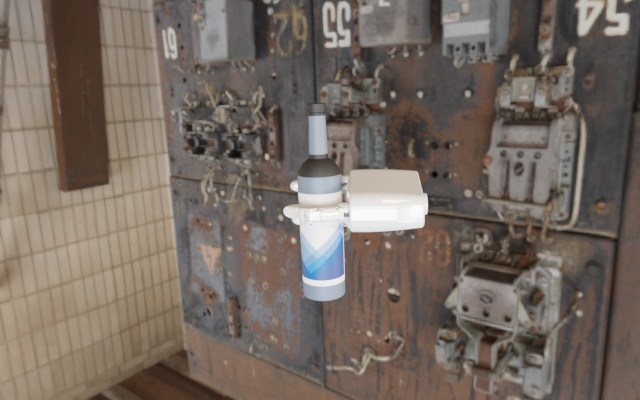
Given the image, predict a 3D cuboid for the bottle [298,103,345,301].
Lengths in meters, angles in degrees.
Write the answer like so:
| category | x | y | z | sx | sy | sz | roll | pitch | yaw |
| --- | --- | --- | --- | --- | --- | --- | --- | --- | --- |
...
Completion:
| category | x | y | z | sx | sy | sz | roll | pitch | yaw |
| --- | --- | --- | --- | --- | --- | --- | --- | --- | --- |
| bottle | 0.000 | 0.003 | 0.725 | 0.069 | 0.296 | 0.069 | -2 | 13 | 1 |
